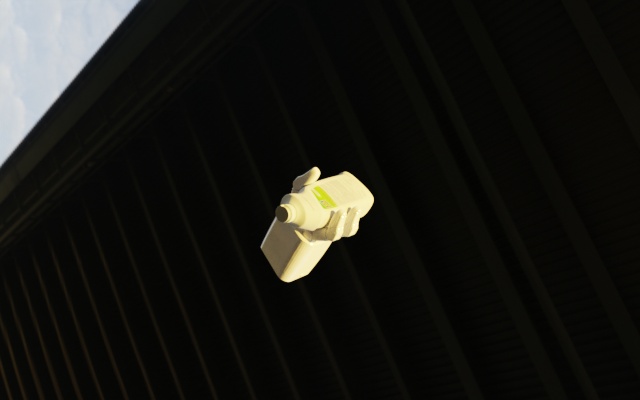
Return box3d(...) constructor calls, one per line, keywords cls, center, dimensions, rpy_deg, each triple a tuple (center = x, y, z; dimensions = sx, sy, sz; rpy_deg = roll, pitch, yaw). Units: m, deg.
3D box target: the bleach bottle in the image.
box3d(cls="bleach bottle", center=(0.000, 0.003, 0.896), dimensions=(0.102, 0.068, 0.251), rpy_deg=(43, 28, 22))
